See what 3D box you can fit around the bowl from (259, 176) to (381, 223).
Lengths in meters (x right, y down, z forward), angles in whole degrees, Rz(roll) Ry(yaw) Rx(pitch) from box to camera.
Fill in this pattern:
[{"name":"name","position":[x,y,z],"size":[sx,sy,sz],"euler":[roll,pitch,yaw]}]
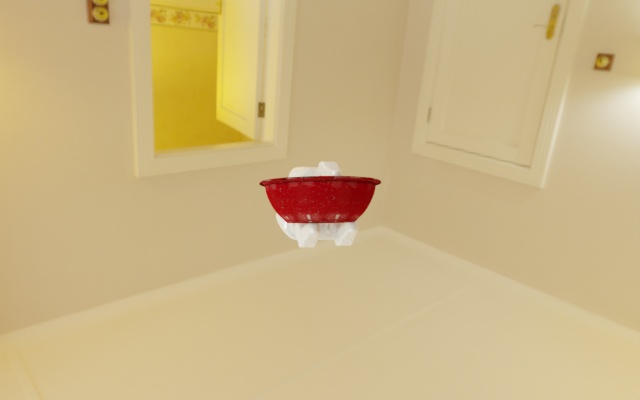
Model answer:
[{"name":"bowl","position":[0.000,0.002,0.632],"size":[0.162,0.055,0.162],"euler":[-1,-4,0]}]
